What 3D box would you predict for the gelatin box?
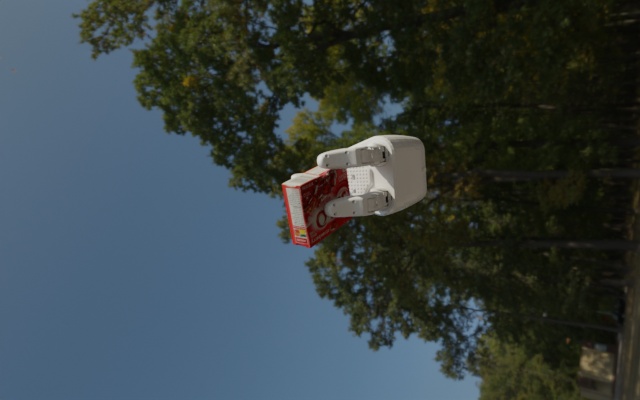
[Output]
[{"bbox_3d":[0.000,0.002,0.544,0.030,0.073,0.089,7,25,37],"label":"gelatin box"}]
